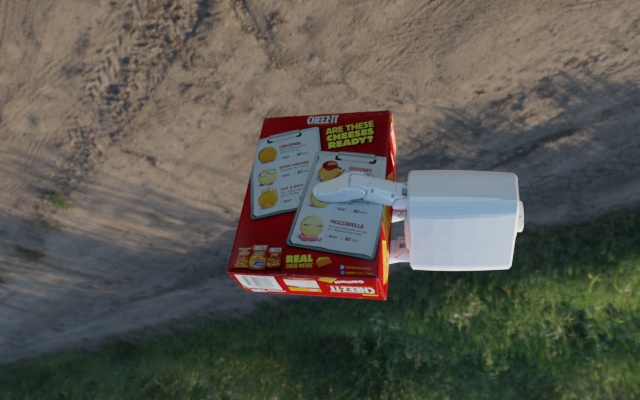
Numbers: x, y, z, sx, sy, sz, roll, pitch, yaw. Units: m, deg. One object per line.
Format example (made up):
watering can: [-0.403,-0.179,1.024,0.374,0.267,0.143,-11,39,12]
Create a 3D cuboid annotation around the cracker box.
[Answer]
cracker box: [0.000,0.002,0.556,0.164,0.213,0.072,0,-31,15]
